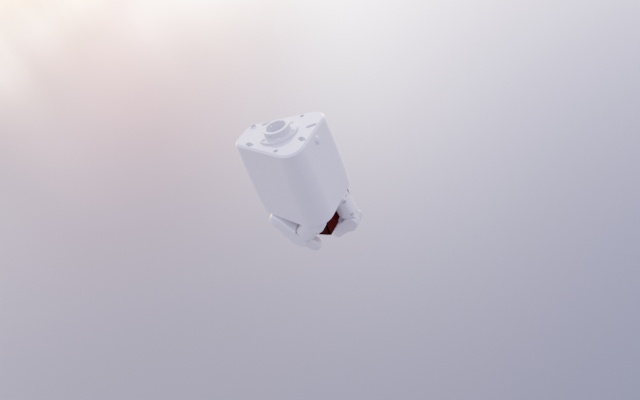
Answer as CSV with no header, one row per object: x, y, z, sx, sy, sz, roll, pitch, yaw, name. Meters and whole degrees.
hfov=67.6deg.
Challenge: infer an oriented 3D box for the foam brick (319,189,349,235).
0.000,0.002,0.657,0.053,0.051,0.078,2,43,29,foam brick
